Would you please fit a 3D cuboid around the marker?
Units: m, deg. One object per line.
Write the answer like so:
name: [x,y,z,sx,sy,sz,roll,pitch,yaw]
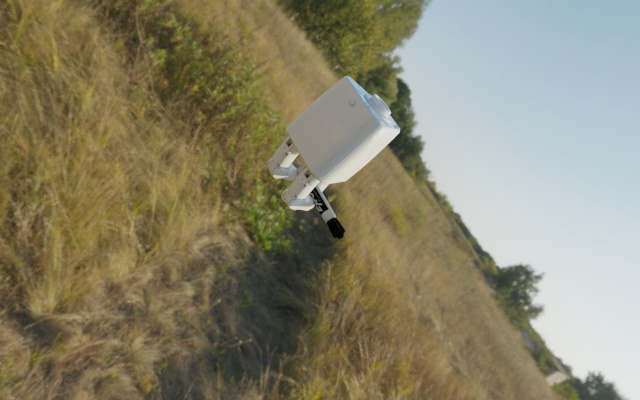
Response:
marker: [0.000,0.002,0.668,0.020,0.121,0.020,-25,-24,-12]
